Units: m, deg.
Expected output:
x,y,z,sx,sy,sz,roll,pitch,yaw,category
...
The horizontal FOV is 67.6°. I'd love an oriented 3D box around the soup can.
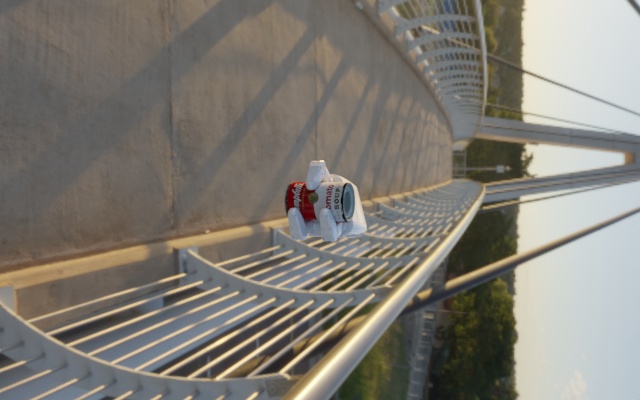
x,y,z,sx,sy,sz,roll,pitch,yaw,category
0.000,0.002,0.797,0.102,0.068,0.068,1,0,21,soup can
